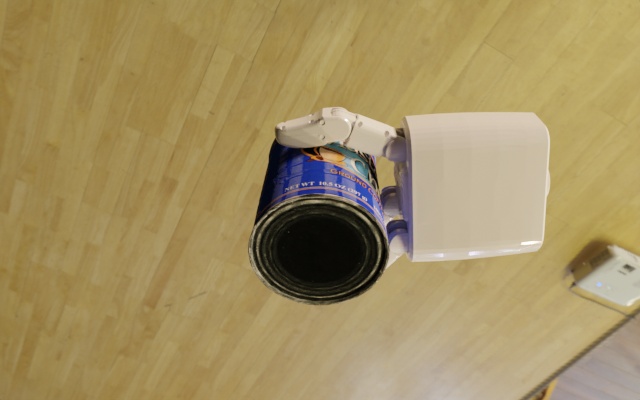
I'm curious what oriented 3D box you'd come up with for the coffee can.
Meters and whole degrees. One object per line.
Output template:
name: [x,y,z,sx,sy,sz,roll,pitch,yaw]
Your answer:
coffee can: [0.000,0.001,0.402,0.103,0.103,0.140,0,33,1]
